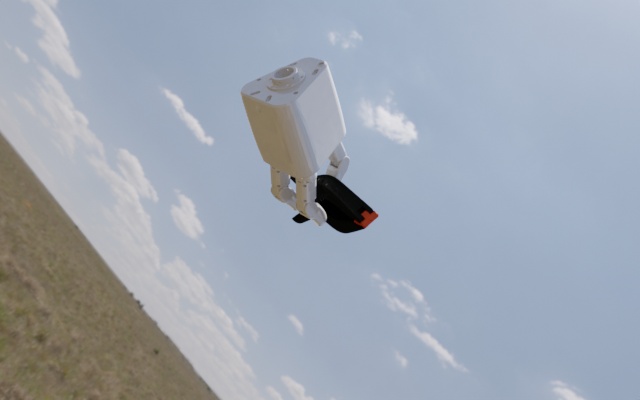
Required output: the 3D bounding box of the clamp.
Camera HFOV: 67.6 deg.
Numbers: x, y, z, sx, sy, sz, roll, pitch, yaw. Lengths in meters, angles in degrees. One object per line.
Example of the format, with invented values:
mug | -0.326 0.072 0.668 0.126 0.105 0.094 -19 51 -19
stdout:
clamp | 0.001 0.002 0.694 0.036 0.165 0.210 -41 46 -23
